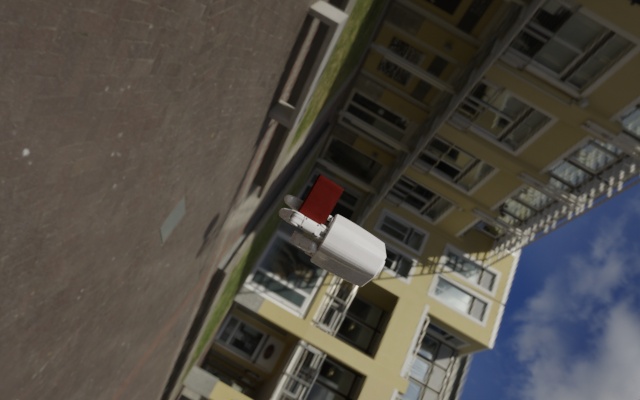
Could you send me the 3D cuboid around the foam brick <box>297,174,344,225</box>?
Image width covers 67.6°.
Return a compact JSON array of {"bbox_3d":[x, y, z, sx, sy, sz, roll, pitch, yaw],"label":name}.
[{"bbox_3d":[0.000,0.002,0.837,0.051,0.078,0.053,29,-7,2],"label":"foam brick"}]
